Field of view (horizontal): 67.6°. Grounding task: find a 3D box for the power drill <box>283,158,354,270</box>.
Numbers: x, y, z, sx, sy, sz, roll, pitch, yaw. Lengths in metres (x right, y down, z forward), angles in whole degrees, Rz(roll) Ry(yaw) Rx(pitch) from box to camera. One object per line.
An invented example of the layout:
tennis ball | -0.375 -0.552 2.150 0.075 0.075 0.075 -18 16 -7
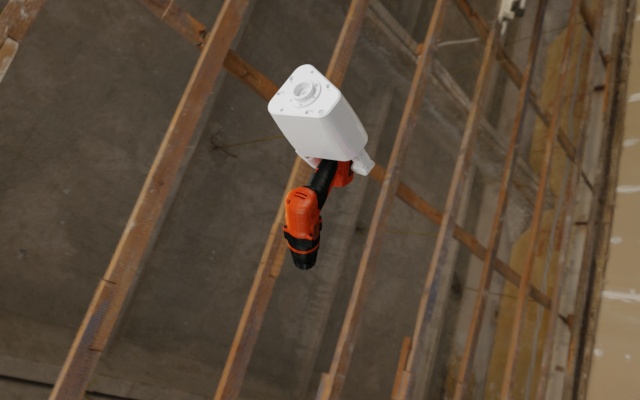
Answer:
power drill | 0.000 0.002 0.774 0.057 0.187 0.185 18 -36 12
